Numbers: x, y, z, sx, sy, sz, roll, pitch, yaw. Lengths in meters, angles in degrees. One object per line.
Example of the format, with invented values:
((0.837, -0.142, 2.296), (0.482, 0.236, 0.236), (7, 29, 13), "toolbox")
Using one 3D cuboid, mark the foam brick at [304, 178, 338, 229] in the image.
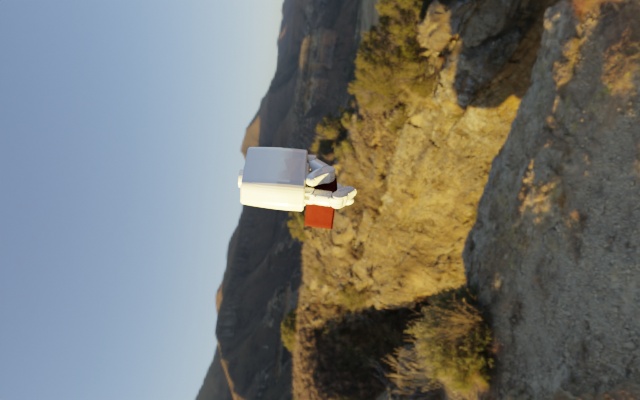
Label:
((0.000, 0.003, 0.845), (0.051, 0.078, 0.053), (5, 30, -3), "foam brick")
